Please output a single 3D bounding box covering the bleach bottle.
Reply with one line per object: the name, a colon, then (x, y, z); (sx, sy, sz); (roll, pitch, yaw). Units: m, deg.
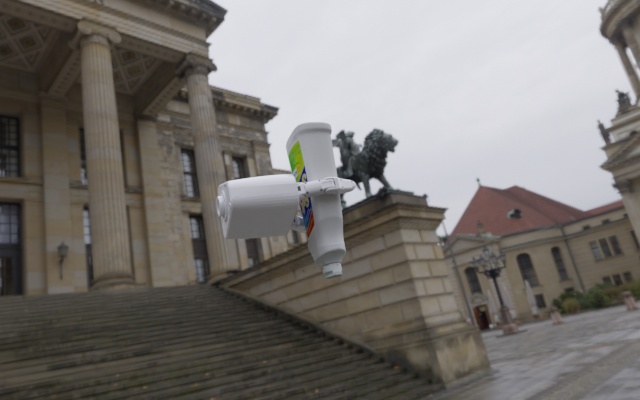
bleach bottle: (0.000, 0.003, 0.798); (0.068, 0.250, 0.103); (-5, -18, -22)
